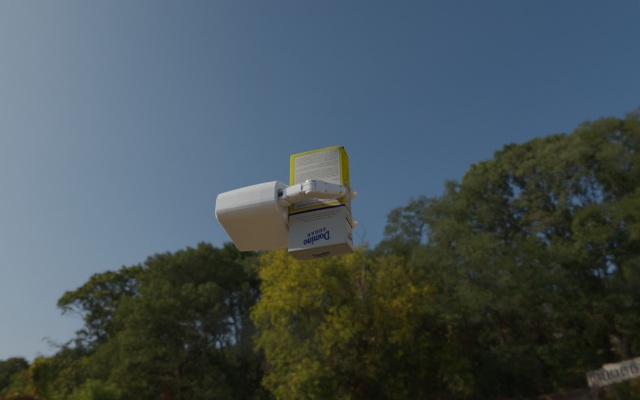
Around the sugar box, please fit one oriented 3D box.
[{"bbox_3d":[0.000,0.003,0.748,0.093,0.176,0.048,-10,-29,16],"label":"sugar box"}]
